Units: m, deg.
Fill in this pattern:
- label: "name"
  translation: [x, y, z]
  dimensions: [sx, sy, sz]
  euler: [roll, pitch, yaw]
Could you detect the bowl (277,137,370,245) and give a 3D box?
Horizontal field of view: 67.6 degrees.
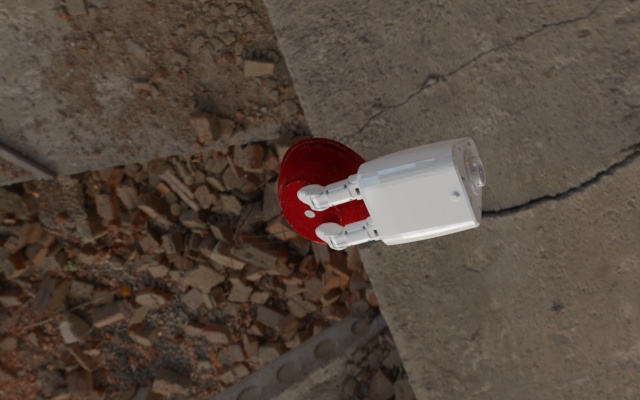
- label: "bowl"
  translation: [-0.001, 0.003, 0.623]
  dimensions: [0.162, 0.162, 0.055]
  euler: [0, 31, 36]
